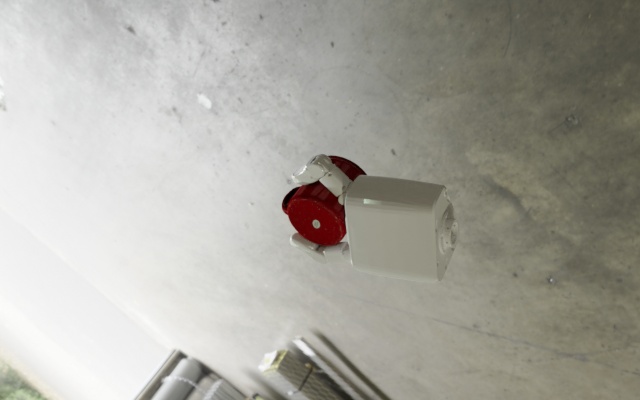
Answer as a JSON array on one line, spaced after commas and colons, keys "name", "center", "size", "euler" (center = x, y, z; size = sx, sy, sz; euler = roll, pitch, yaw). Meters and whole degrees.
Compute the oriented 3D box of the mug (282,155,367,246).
[{"name": "mug", "center": [-0.001, 0.002, 0.618], "size": [0.117, 0.093, 0.081], "euler": [6, 42, 32]}]
